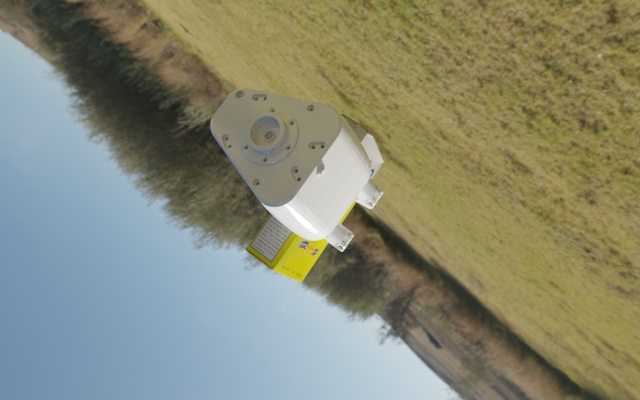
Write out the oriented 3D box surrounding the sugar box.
[{"bbox_3d":[0.000,0.002,0.530,0.048,0.176,0.093,35,-4,24],"label":"sugar box"}]
